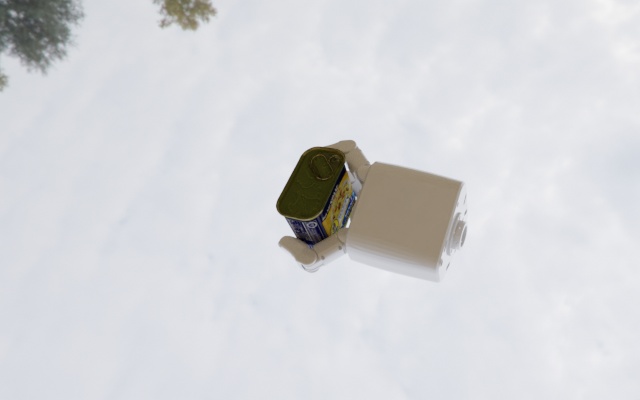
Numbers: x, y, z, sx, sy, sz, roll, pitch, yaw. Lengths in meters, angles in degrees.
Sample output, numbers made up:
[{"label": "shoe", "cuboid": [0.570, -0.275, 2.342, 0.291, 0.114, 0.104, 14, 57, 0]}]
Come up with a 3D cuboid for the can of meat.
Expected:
[{"label": "can of meat", "cuboid": [0.000, 0.002, 0.568, 0.057, 0.102, 0.084, 11, -31, 25]}]
